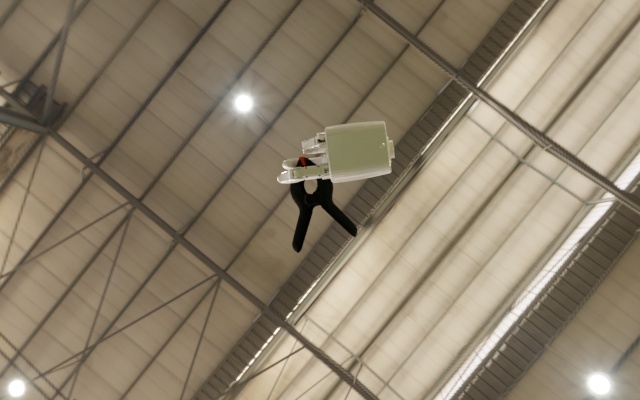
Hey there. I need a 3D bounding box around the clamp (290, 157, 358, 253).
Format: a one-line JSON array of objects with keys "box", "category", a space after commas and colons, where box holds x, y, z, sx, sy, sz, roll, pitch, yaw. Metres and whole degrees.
[{"box": [0.000, 0.003, 0.856, 0.120, 0.171, 0.039, -7, -5, 7], "category": "clamp"}]
